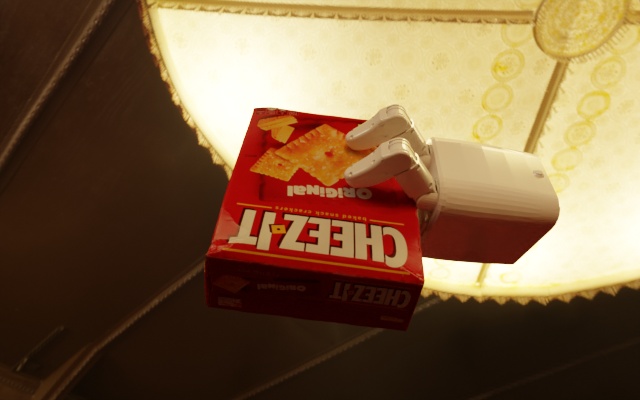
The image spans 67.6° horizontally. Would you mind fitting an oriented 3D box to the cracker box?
[{"bbox_3d":[0.000,0.001,0.438,0.164,0.072,0.213,7,41,-1],"label":"cracker box"}]
